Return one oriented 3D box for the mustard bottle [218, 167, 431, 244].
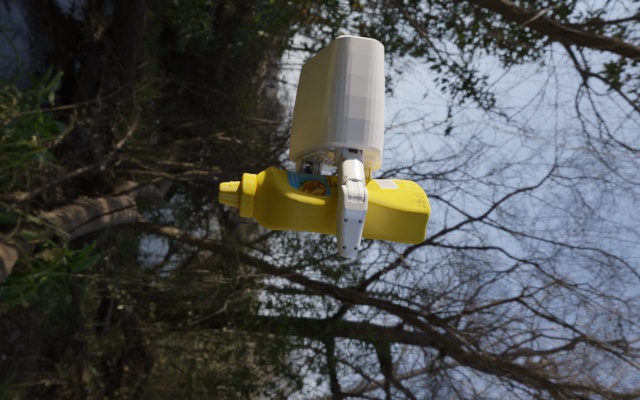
[{"bbox_3d":[0.000,0.002,0.458,0.191,0.058,0.096,6,17,-9],"label":"mustard bottle"}]
